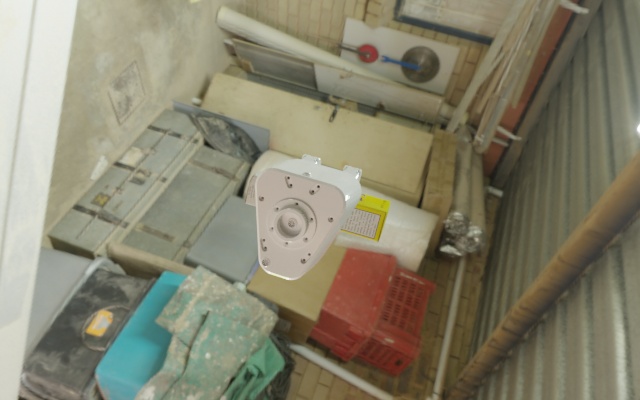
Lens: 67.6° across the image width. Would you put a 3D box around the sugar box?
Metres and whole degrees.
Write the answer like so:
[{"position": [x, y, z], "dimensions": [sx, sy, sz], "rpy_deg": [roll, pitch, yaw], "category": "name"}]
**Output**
[{"position": [0.000, 0.002, 0.628], "dimensions": [0.176, 0.048, 0.093], "rpy_deg": [18, 11, 8], "category": "sugar box"}]
